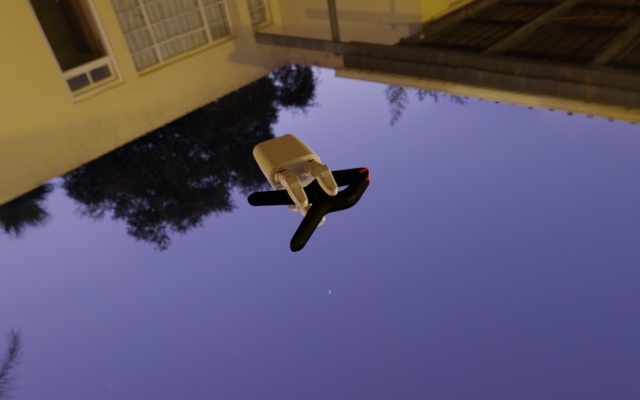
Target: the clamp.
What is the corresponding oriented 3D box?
[{"bbox_3d":[0.001,0.003,0.798,0.210,0.036,0.164,-21,41,-16],"label":"clamp"}]
